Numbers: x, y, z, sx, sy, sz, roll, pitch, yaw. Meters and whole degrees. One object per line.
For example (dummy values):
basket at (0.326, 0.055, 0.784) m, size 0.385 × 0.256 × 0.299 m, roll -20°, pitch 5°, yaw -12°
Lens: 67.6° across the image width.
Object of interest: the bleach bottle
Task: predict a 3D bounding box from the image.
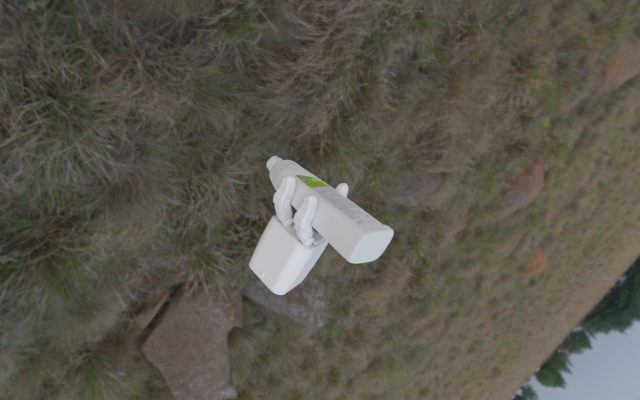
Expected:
bleach bottle at (0.000, 0.003, 0.809) m, size 0.250 × 0.068 × 0.102 m, roll 41°, pitch 22°, yaw 30°
